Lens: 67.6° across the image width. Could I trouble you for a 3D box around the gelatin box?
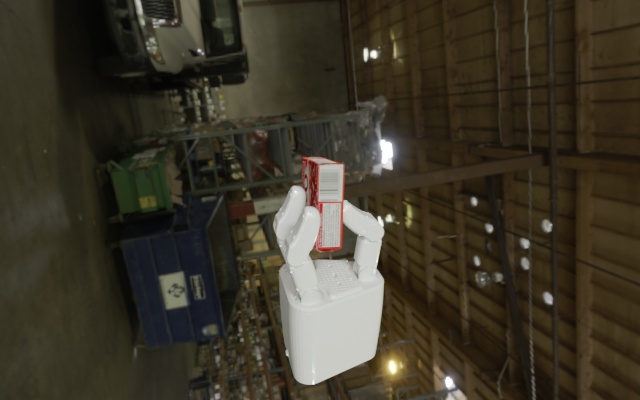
[{"bbox_3d":[0.001,0.001,0.500,0.030,0.089,0.073,-1,10,-14],"label":"gelatin box"}]
